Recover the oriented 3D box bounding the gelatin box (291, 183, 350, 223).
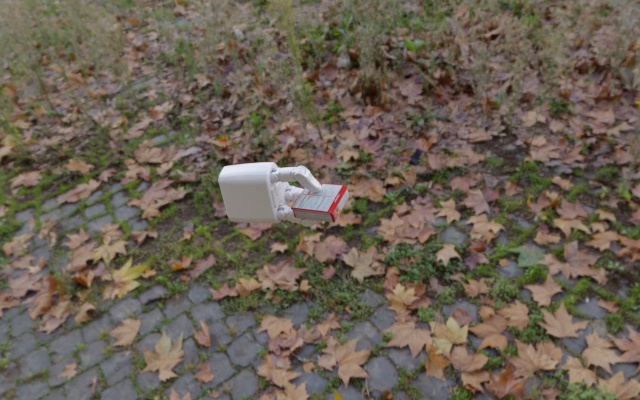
[{"bbox_3d":[0.000,0.003,0.891,0.089,0.030,0.073,5,46,31],"label":"gelatin box"}]
